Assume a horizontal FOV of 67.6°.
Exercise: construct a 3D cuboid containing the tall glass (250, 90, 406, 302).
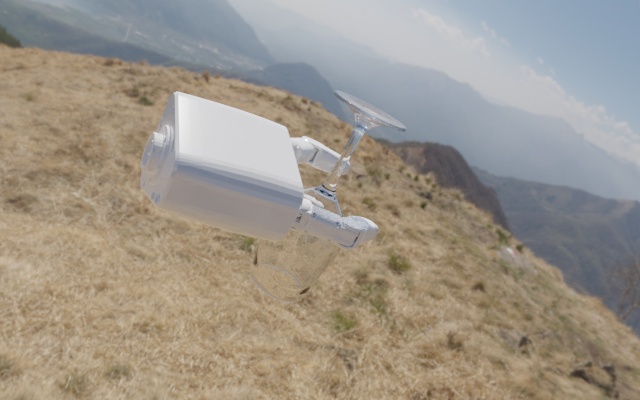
[{"bbox_3d":[0.001,0.001,0.461,0.079,0.201,0.079,25,19,-9],"label":"tall glass"}]
